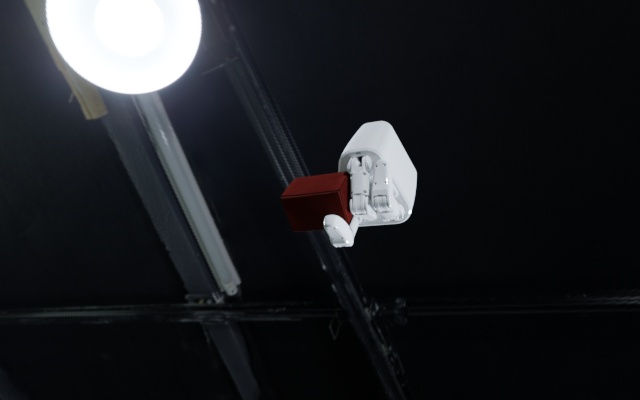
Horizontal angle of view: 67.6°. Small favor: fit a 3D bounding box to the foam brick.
[{"bbox_3d":[0.000,0.002,0.594,0.078,0.053,0.051,-6,28,21],"label":"foam brick"}]
